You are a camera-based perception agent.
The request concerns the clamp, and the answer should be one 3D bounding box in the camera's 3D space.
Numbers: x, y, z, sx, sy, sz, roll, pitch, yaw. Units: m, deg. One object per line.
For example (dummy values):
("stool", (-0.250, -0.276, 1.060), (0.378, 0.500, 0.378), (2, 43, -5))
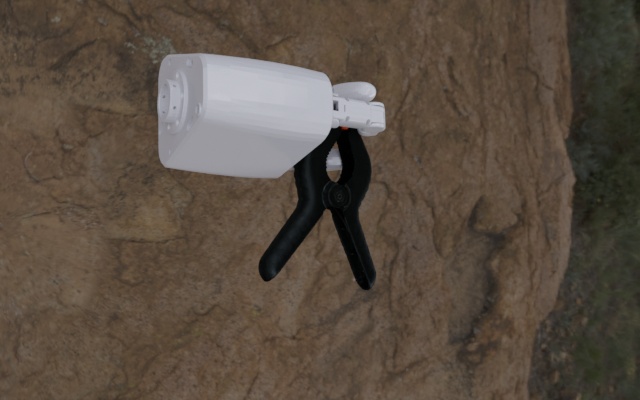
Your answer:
("clamp", (0.001, 0.001, 0.442), (0.120, 0.171, 0.039), (1, -4, -35))
